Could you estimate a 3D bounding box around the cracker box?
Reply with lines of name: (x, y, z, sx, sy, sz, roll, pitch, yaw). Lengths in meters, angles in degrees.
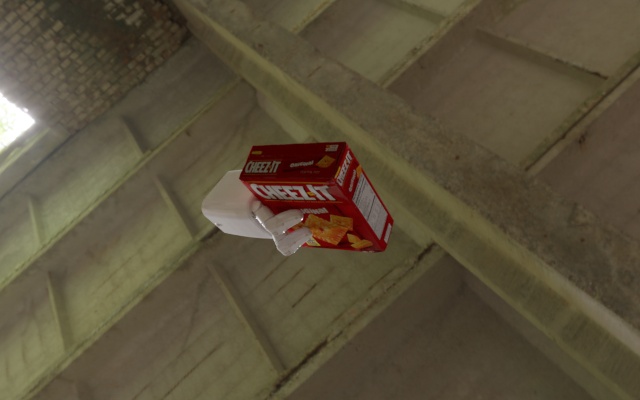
cracker box: (0.000, 0.002, 0.747, 0.164, 0.072, 0.214, 1, -32, 31)
